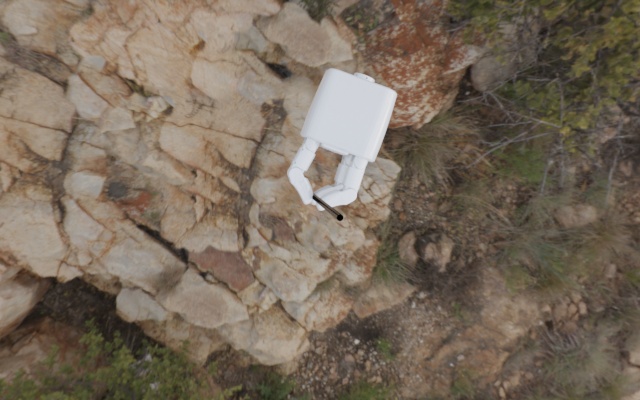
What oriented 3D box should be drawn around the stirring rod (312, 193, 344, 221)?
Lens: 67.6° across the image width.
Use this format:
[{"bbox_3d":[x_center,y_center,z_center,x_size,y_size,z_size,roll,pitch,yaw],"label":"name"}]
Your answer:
[{"bbox_3d":[0.000,0.002,0.663,0.011,0.011,0.239,0,8,-11],"label":"stirring rod"}]
